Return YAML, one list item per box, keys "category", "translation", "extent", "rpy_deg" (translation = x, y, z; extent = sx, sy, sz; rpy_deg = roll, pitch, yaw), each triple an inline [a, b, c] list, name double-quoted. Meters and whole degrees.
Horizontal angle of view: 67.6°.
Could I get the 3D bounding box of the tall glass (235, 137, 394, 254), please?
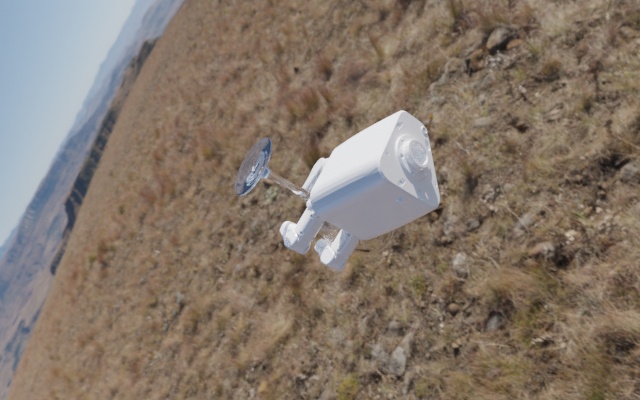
- category: "tall glass"
  translation: [-0.001, 0.002, 0.591]
  extent: [0.201, 0.079, 0.079]
  rpy_deg: [28, -14, -28]
